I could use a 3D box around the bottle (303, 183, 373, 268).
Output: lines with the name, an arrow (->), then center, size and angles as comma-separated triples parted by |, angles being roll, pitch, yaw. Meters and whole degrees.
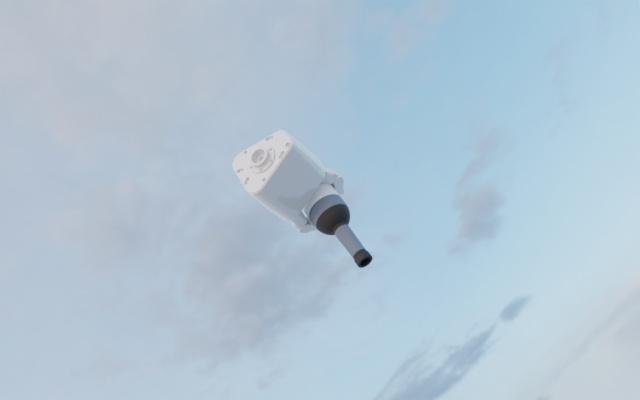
bottle -> 0.000, 0.003, 0.838 | 0.069, 0.069, 0.295 | 0, 40, -39
